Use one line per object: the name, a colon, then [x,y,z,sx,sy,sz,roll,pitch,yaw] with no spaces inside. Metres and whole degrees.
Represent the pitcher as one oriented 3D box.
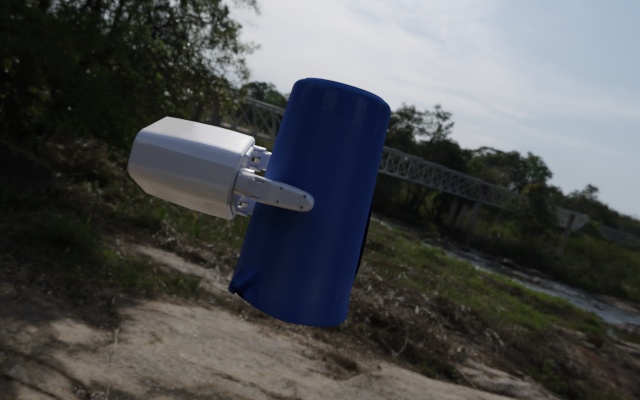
pitcher: [0.000,0.002,0.522,0.145,0.243,0.149,15,5,-4]
